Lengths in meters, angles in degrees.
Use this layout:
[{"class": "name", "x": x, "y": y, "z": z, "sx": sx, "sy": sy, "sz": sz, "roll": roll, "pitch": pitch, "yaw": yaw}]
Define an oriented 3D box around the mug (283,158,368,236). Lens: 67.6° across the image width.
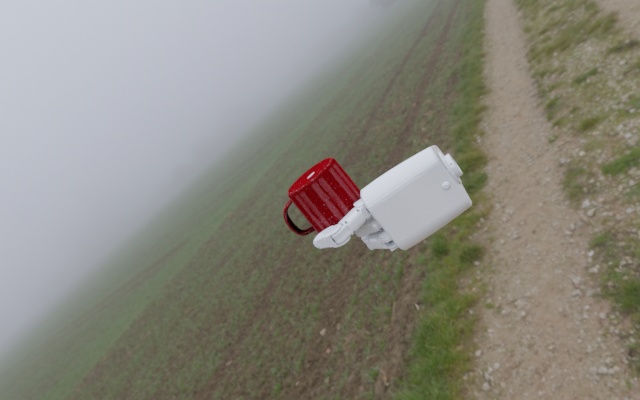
[{"class": "mug", "x": -0.001, "y": 0.003, "z": 0.658, "sx": 0.117, "sy": 0.081, "sz": 0.093, "roll": -35, "pitch": 14, "yaw": 18}]
